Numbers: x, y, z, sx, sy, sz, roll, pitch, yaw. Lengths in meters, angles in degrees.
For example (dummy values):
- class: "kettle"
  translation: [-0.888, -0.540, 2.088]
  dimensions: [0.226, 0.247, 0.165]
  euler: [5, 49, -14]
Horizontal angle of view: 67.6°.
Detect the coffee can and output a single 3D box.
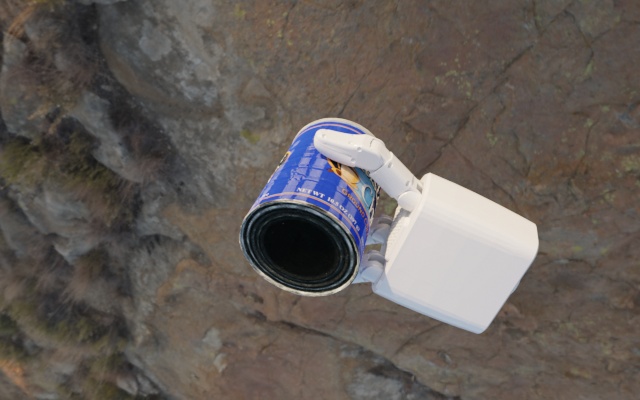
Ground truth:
- class: "coffee can"
  translation: [0.000, 0.001, 0.438]
  dimensions: [0.103, 0.103, 0.140]
  euler: [0, 35, 19]
